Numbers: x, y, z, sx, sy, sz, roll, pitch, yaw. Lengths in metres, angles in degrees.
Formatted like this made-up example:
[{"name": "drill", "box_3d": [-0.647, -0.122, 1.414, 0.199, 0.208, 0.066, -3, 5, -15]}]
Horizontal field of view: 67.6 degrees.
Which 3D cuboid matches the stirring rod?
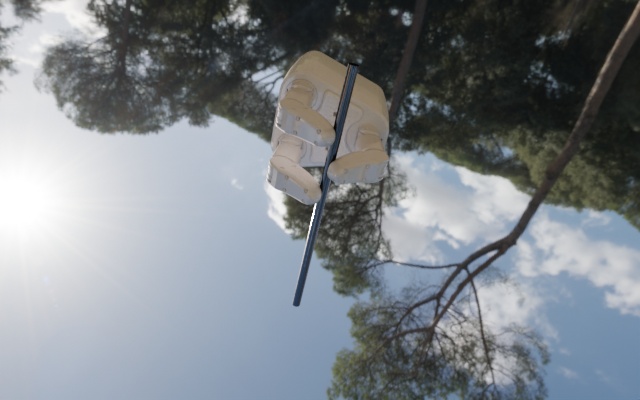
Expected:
[{"name": "stirring rod", "box_3d": [0.000, 0.001, 0.410, 0.011, 0.240, 0.011, 10, 31, -6]}]
